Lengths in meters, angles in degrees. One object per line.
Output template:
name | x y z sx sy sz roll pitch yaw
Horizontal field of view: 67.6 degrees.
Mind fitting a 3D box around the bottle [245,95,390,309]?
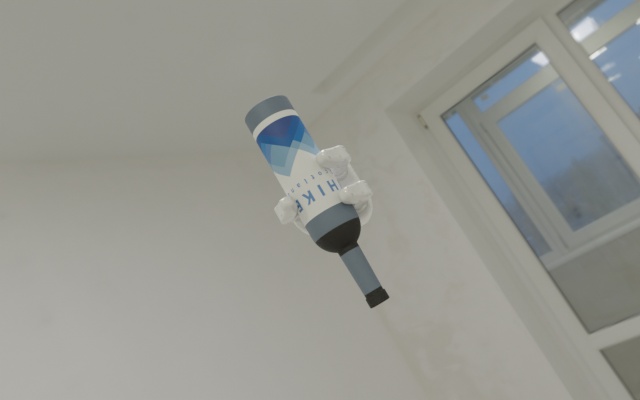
bottle | 0.000 0.002 0.615 0.069 0.295 0.069 -29 -12 -7
